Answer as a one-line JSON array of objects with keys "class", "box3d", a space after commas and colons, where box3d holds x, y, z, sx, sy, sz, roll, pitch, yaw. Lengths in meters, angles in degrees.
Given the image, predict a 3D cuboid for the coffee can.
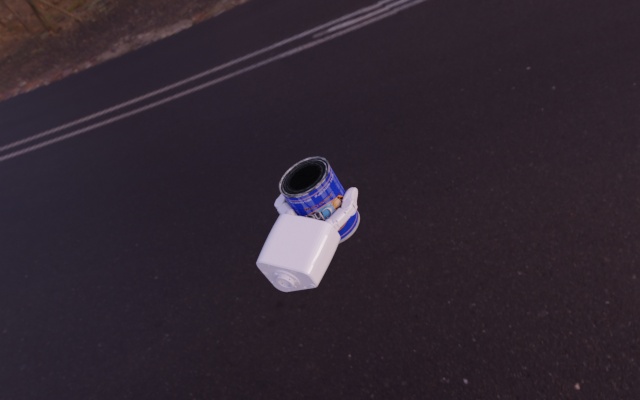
[{"class": "coffee can", "box3d": [0.000, 0.003, 0.899, 0.103, 0.102, 0.140, 0, -42, 36]}]
